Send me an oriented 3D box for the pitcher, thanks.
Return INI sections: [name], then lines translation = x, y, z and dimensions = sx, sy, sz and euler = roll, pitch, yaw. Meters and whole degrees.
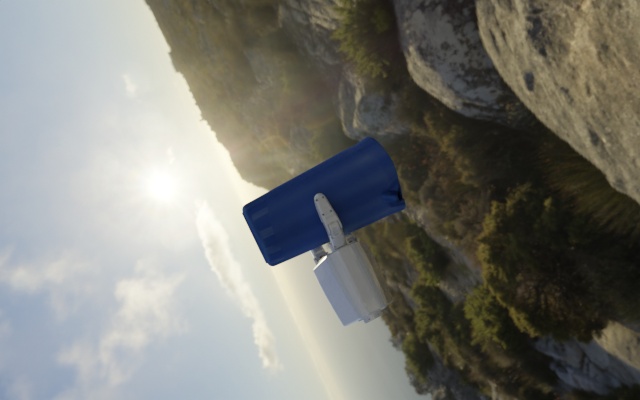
[pitcher]
translation = 0.000, 0.003, 0.774
dimensions = 0.243, 0.145, 0.149
euler = -26, -14, -9
